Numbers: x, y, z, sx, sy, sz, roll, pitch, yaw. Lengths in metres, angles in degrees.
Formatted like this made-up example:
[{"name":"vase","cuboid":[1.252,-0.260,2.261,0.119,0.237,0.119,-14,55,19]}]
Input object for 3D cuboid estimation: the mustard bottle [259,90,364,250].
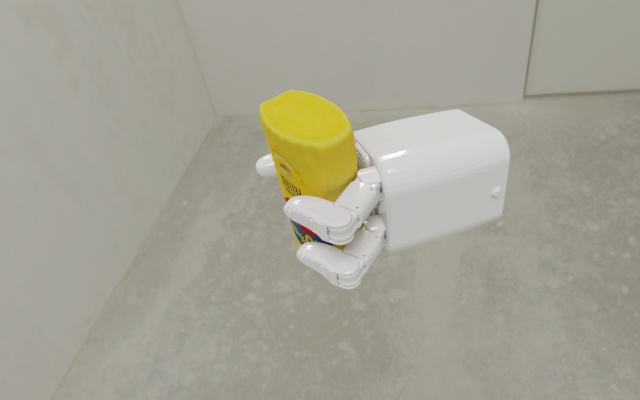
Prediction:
[{"name":"mustard bottle","cuboid":[0.000,0.001,0.437,0.058,0.192,0.096,-32,46,-21]}]
